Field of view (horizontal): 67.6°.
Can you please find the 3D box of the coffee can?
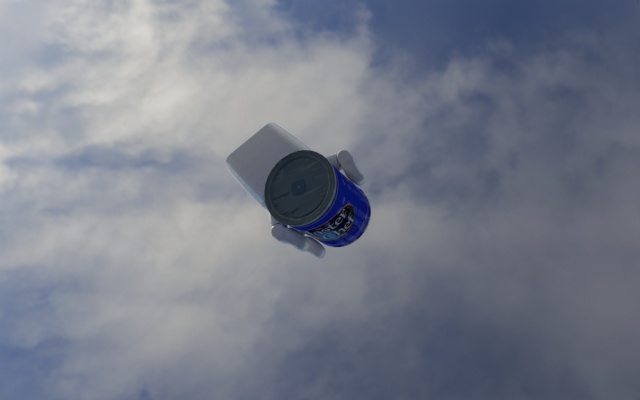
[{"bbox_3d":[0.000,0.002,0.672,0.103,0.102,0.140,0,-17,26],"label":"coffee can"}]
